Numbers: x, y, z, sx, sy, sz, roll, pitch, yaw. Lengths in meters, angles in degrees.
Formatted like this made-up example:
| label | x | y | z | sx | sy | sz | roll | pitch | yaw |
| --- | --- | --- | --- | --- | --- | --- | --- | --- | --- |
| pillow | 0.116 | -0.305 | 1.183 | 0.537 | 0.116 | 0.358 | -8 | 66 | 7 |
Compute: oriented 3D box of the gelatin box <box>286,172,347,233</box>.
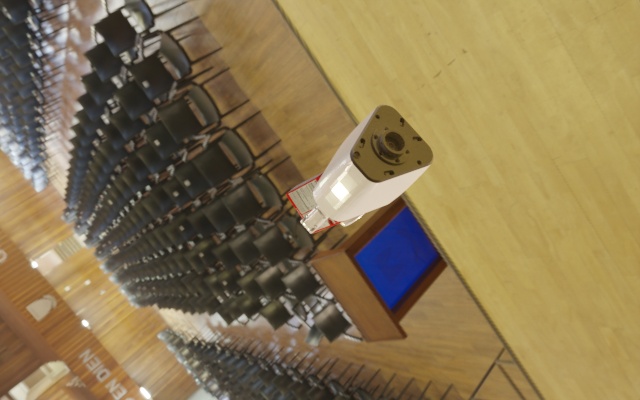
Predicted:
| label | x | y | z | sx | sy | sz | roll | pitch | yaw |
| --- | --- | --- | --- | --- | --- | --- | --- | --- | --- |
| gelatin box | 0.000 | 0.003 | 0.686 | 0.030 | 0.073 | 0.089 | -40 | 9 | -37 |
